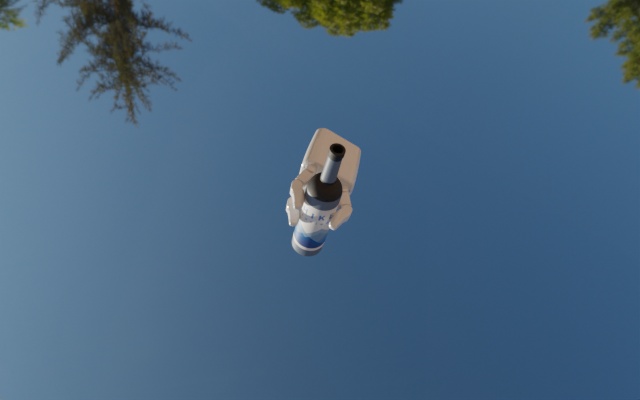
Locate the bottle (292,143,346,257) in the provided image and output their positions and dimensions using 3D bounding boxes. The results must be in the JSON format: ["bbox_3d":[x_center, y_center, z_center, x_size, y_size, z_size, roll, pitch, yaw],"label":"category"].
[{"bbox_3d":[0.000,0.003,0.896,0.069,0.069,0.296,0,-36,-14],"label":"bottle"}]
